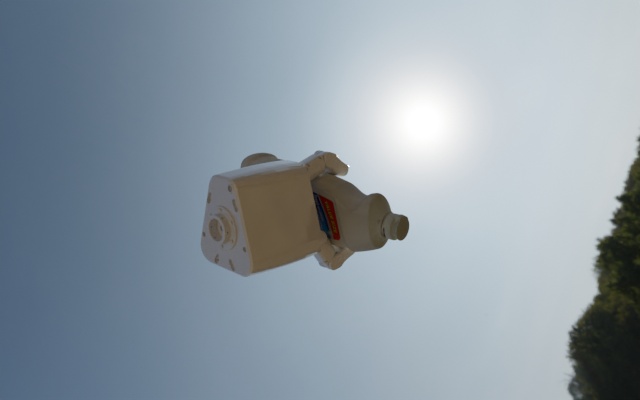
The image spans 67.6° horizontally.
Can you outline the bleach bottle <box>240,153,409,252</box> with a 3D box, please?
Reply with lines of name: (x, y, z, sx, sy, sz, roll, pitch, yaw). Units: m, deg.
bleach bottle: (0.000, 0.002, 0.618, 0.251, 0.102, 0.068, 13, 20, 40)
